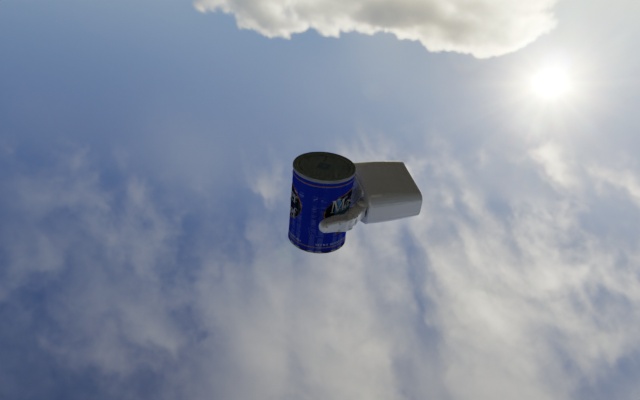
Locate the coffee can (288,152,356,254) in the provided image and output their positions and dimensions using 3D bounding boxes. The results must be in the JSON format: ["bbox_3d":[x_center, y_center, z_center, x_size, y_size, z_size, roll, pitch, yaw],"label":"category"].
[{"bbox_3d":[0.000,0.003,0.802,0.103,0.140,0.102,5,31,-3],"label":"coffee can"}]
